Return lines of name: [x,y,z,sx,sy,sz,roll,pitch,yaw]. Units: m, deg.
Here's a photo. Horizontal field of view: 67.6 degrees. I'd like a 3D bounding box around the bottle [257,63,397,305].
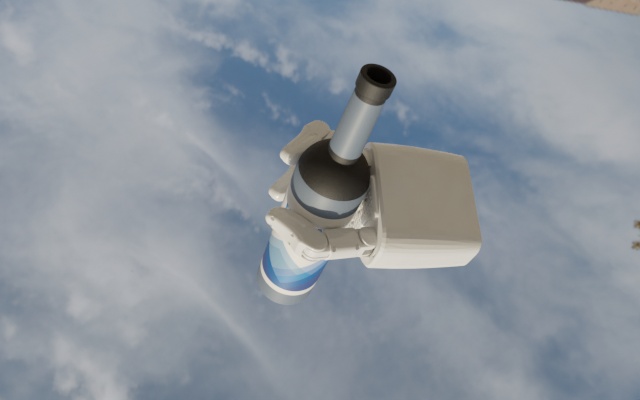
bottle: [0.000,0.002,0.445,0.069,0.069,0.296,0,-38,-21]
